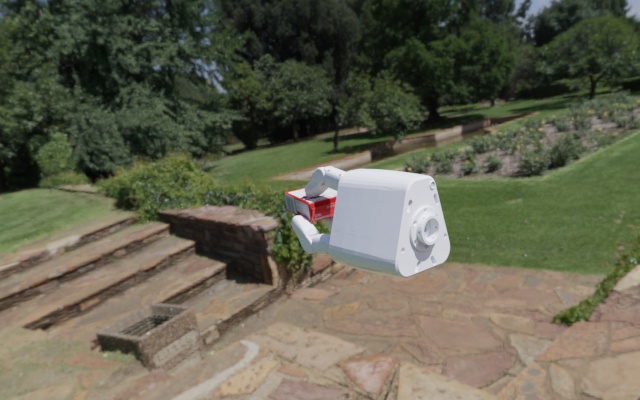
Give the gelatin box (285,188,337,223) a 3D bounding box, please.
[{"bbox_3d":[0.000,0.002,0.674,0.073,0.030,0.089,-13,17,-24],"label":"gelatin box"}]
